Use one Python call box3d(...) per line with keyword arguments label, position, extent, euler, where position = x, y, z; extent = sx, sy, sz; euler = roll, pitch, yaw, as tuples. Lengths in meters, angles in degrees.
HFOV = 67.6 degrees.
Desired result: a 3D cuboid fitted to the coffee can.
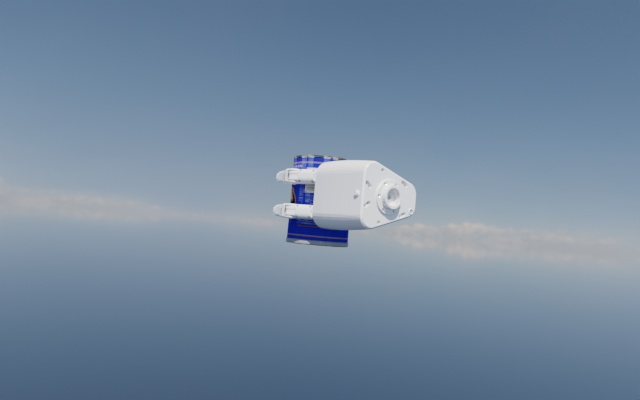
box3d(label="coffee can", position=(0.000, 0.003, 0.788), extent=(0.103, 0.140, 0.103), euler=(5, -3, 0))
